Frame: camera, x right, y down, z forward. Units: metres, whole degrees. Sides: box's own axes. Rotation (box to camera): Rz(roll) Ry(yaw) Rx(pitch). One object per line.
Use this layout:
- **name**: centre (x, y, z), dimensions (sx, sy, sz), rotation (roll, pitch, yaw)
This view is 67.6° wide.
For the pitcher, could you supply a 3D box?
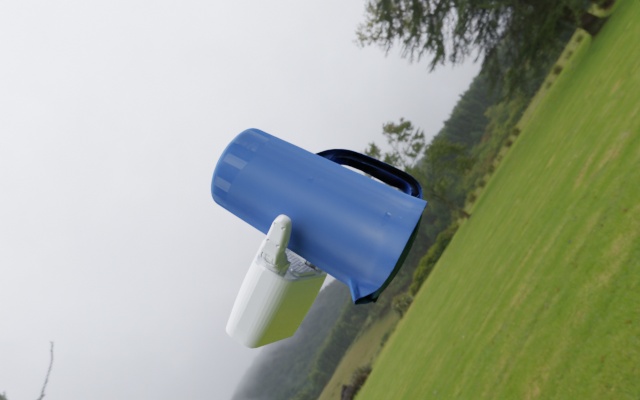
- **pitcher**: centre (0.000, 0.002, 0.582), dimensions (0.243, 0.145, 0.149), rotation (28, 14, 11)
